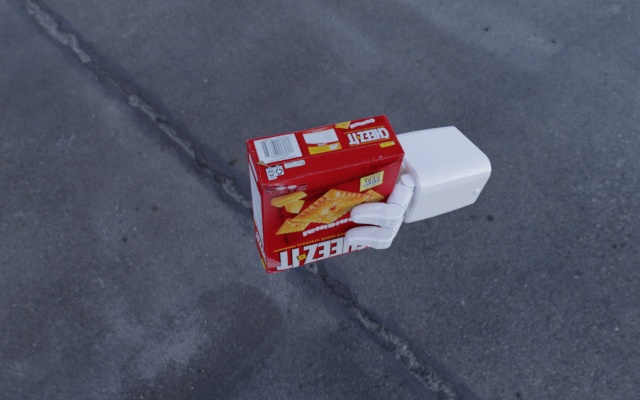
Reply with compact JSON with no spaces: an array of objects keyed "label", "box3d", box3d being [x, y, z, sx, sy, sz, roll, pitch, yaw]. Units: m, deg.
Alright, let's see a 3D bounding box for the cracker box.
[{"label":"cracker box","box3d":[0.000,0.002,0.597,0.164,0.072,0.214,-13,-32,-13]}]
